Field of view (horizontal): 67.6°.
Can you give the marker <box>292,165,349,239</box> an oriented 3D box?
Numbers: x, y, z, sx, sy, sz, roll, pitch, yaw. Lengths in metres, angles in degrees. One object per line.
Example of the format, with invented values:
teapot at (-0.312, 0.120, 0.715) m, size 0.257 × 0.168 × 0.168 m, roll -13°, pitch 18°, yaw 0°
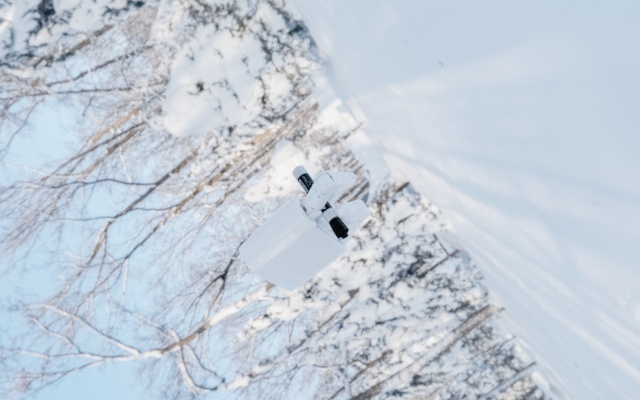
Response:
marker at (0.000, 0.002, 0.626) m, size 0.020 × 0.121 × 0.020 m, roll -28°, pitch -27°, yaw -16°
